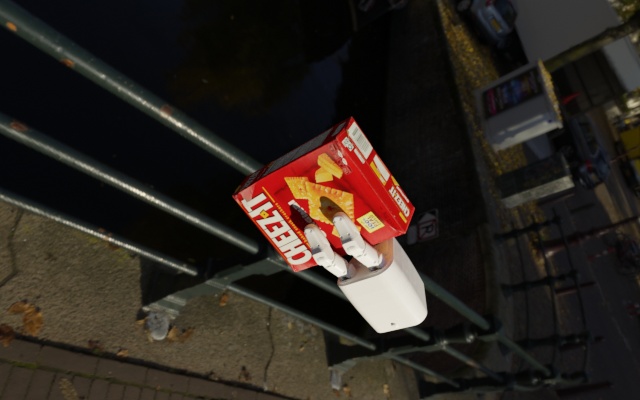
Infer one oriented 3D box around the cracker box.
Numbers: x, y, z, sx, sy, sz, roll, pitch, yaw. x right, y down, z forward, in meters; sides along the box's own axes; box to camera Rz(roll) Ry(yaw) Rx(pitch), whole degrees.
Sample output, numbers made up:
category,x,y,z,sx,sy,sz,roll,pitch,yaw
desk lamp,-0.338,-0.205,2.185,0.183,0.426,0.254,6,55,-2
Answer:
category,x,y,z,sx,sy,sz,roll,pitch,yaw
cracker box,0.000,0.002,0.694,0.214,0.164,0.072,-25,20,36
